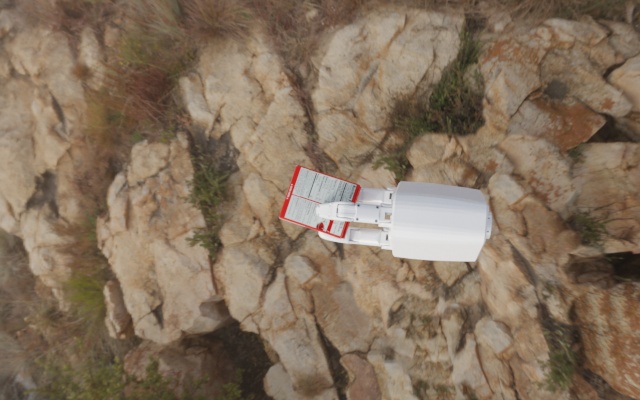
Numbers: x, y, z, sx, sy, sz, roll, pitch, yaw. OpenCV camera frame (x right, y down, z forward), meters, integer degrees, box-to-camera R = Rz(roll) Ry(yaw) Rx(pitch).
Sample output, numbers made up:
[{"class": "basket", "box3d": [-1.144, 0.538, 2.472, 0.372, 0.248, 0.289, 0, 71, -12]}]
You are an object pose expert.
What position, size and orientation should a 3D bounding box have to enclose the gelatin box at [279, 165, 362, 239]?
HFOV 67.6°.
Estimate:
[{"class": "gelatin box", "box3d": [0.000, 0.002, 0.617, 0.089, 0.073, 0.030, 18, -1, 9]}]
